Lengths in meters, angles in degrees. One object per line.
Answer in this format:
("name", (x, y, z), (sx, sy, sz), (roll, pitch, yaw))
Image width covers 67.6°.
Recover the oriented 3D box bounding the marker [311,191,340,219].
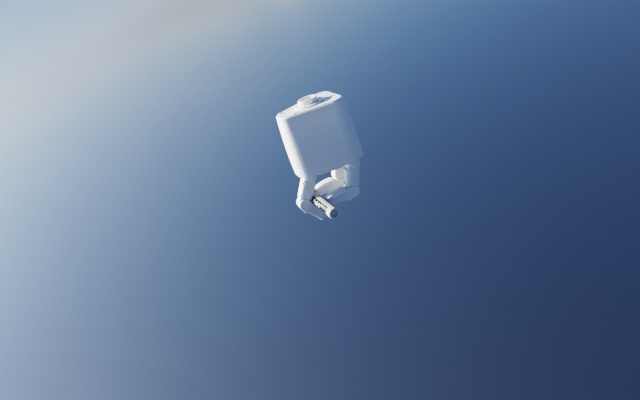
("marker", (0.000, 0.003, 0.791), (0.020, 0.020, 0.121), (0, 17, -22))
